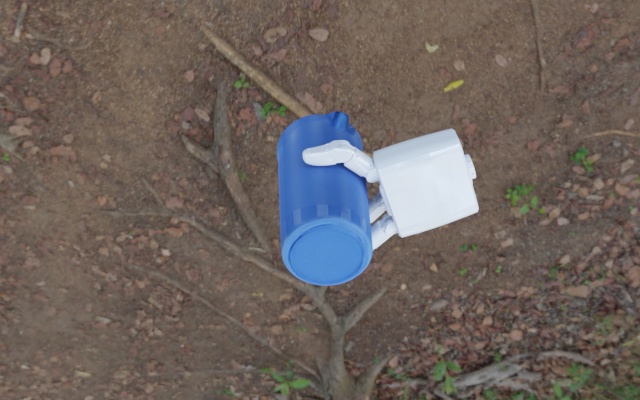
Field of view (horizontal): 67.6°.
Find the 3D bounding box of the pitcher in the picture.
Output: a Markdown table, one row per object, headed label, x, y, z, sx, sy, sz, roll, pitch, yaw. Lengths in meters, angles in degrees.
| label | x | y | z | sx | sy | sz | roll | pitch | yaw |
| --- | --- | --- | --- | --- | --- | --- | --- | --- | --- |
| pitcher | 0.000 | 0.002 | 0.653 | 0.145 | 0.149 | 0.242 | -18 | 35 | 11 |
